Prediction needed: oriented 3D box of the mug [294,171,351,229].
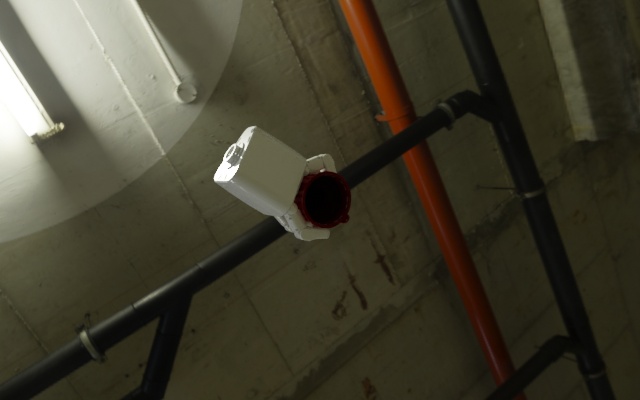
[{"bbox_3d":[0.001,0.003,0.810,0.117,0.093,0.081,35,-13,-28],"label":"mug"}]
